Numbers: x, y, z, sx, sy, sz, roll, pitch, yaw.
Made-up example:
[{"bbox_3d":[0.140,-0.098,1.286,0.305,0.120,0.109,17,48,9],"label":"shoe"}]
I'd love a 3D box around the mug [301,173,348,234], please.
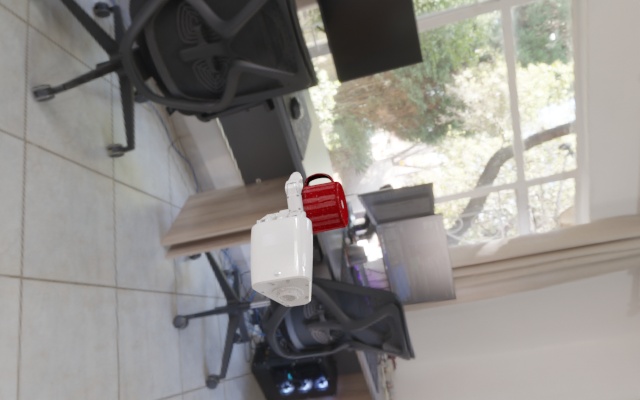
[{"bbox_3d":[0.000,0.002,0.827,0.081,0.117,0.093,-10,-35,12],"label":"mug"}]
